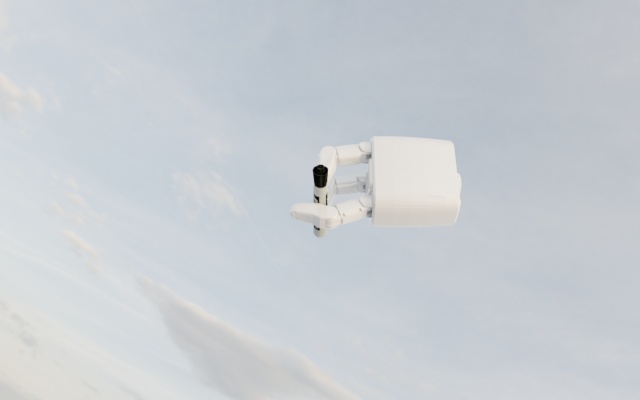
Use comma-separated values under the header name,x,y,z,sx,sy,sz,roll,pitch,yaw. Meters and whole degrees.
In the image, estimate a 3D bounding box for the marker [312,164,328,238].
name,x,y,z,sx,sy,sz,roll,pitch,yaw
marker,0.000,0.002,0.595,0.020,0.020,0.121,0,-43,0
